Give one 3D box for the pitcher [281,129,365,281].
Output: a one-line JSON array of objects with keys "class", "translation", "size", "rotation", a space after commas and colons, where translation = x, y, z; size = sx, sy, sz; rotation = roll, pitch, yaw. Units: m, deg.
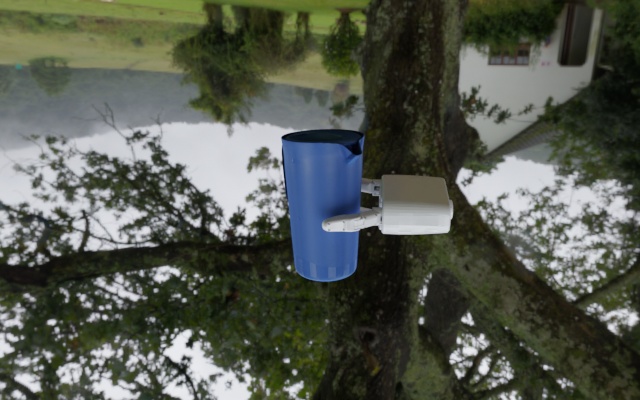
[{"class": "pitcher", "translation": [0.000, 0.003, 0.802], "size": [0.145, 0.243, 0.149], "rotation": [0, 17, 5]}]
